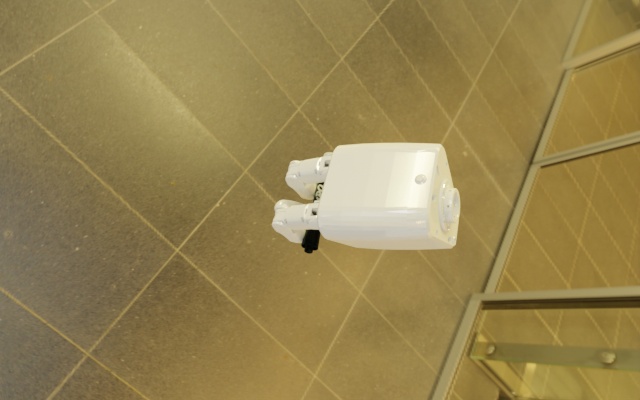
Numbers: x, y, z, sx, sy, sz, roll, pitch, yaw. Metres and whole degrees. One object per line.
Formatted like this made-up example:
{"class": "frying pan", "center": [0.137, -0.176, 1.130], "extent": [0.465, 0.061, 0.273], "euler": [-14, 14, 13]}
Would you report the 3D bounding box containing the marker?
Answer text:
{"class": "marker", "center": [0.000, 0.002, 0.535], "extent": [0.020, 0.121, 0.020], "euler": [11, -24, 5]}
